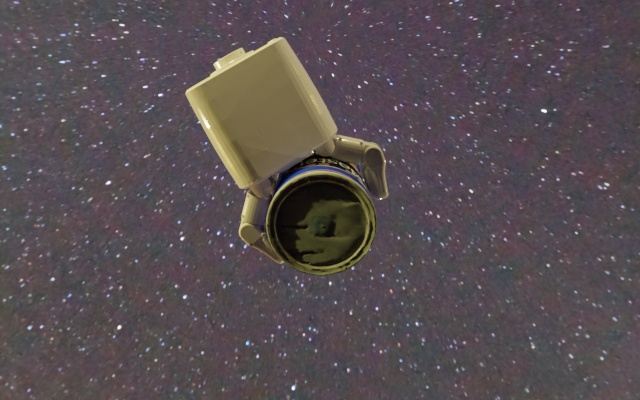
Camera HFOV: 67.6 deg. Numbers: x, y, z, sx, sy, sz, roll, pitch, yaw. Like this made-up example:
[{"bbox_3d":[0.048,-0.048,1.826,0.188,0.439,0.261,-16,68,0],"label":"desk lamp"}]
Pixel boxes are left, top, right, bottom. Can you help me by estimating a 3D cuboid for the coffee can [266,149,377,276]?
[{"bbox_3d":[0.000,0.002,0.505,0.103,0.103,0.140,0,19,-1],"label":"coffee can"}]
